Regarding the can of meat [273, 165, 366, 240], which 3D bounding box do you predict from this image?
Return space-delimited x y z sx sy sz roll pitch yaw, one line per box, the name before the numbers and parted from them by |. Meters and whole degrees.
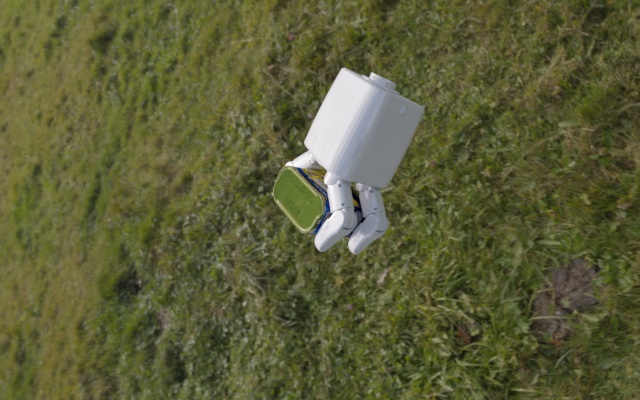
can of meat | 0.000 0.002 0.595 0.084 0.057 0.102 9 27 -44
